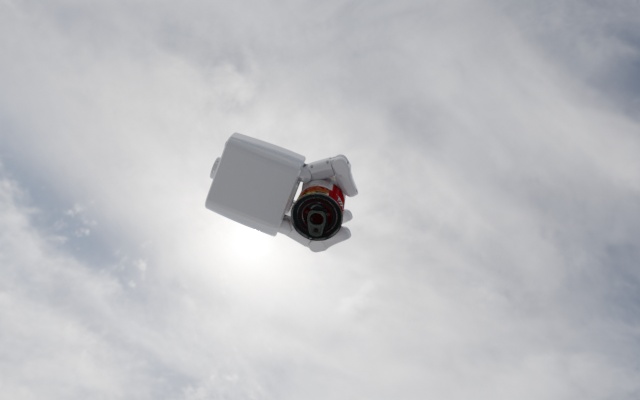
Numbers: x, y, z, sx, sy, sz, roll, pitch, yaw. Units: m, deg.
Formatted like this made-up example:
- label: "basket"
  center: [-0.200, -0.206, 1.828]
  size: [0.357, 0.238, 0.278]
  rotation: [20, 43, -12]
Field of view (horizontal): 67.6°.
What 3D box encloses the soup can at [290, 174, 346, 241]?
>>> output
- label: "soup can"
  center: [0.001, 0.002, 0.655]
  size: [0.068, 0.068, 0.102]
  rotation: [0, 23, 7]
